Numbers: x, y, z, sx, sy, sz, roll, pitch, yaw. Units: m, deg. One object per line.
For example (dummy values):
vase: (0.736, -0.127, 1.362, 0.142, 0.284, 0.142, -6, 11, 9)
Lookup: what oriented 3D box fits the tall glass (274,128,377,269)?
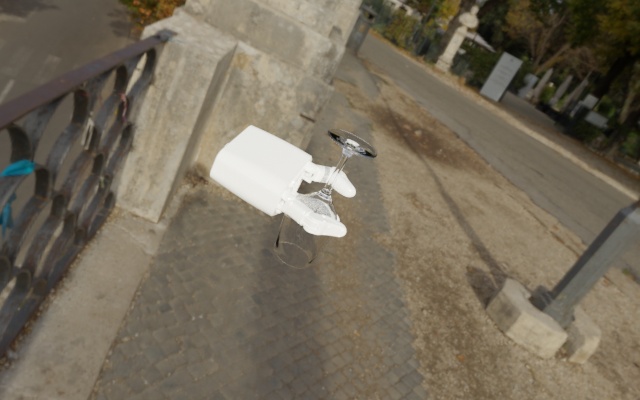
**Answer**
tall glass: (0.001, 0.002, 0.681, 0.079, 0.201, 0.079, 23, 24, -11)
